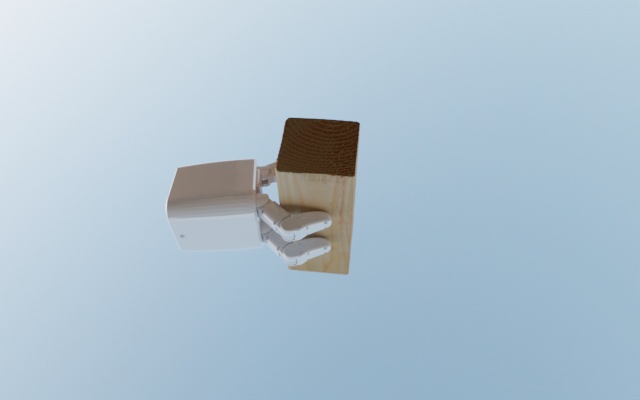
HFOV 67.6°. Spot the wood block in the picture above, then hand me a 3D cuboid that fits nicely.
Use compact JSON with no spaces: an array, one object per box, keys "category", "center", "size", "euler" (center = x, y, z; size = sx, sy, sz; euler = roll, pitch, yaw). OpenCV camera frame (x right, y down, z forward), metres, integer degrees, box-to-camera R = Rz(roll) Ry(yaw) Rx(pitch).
[{"category":"wood block","center":[0.000,0.002,0.617],"size":[0.090,0.090,0.206],"euler":[4,-38,4]}]
